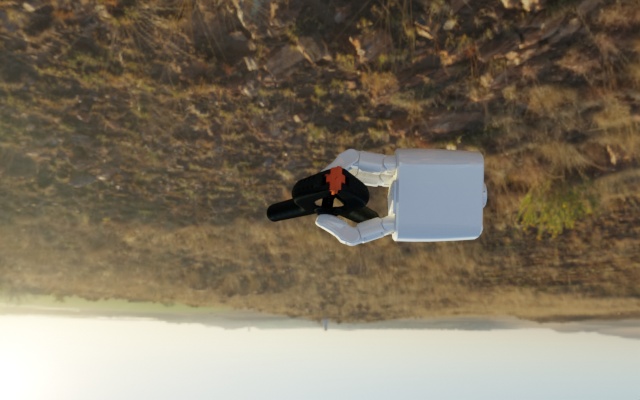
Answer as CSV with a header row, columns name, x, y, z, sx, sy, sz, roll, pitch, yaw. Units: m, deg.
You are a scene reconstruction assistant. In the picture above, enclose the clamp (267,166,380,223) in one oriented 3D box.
name,x,y,z,sx,sy,sz,roll,pitch,yaw
clamp,0.000,0.003,0.616,0.164,0.036,0.210,1,-15,3
